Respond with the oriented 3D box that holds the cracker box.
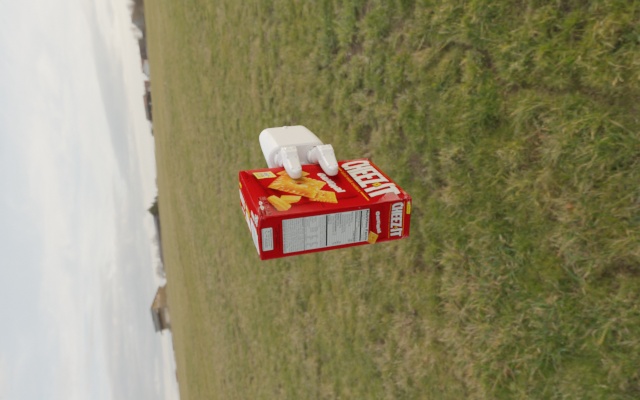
[{"bbox_3d":[0.000,0.002,0.693,0.213,0.072,0.164,-8,27,-15],"label":"cracker box"}]
